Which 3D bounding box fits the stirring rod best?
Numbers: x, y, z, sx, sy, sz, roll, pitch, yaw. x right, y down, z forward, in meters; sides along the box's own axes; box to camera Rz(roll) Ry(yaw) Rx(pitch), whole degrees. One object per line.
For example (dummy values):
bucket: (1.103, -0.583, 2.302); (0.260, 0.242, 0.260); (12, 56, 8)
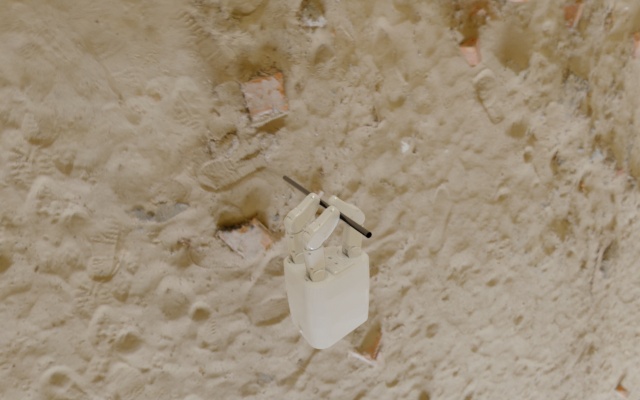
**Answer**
stirring rod: (0.000, 0.002, 0.647); (0.011, 0.011, 0.239); (0, 18, -29)
